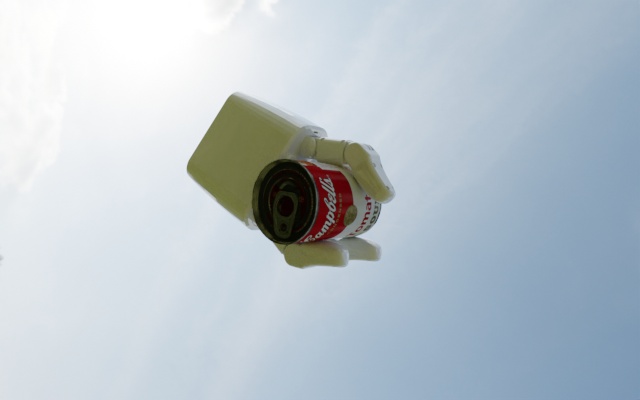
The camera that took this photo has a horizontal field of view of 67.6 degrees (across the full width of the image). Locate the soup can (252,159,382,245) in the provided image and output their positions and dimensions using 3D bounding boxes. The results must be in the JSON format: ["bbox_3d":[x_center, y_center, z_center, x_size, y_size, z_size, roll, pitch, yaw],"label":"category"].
[{"bbox_3d":[0.001,0.001,0.414,0.068,0.068,0.102,0,0,36],"label":"soup can"}]
